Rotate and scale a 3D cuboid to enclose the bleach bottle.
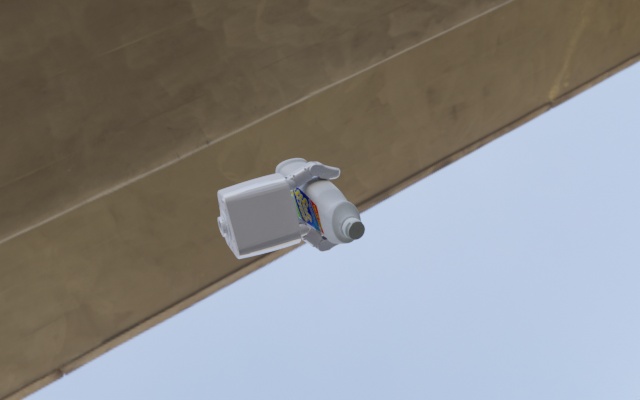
[{"bbox_3d":[0.000,0.003,0.802,0.068,0.103,0.250,-16,22,-20],"label":"bleach bottle"}]
